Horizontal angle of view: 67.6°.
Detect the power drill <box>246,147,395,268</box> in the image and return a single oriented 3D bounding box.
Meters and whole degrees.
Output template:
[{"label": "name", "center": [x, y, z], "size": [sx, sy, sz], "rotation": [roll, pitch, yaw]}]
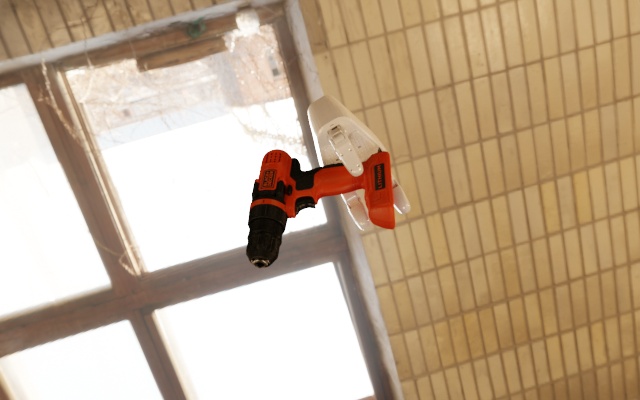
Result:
[{"label": "power drill", "center": [0.001, 0.002, 0.615], "size": [0.187, 0.184, 0.057], "rotation": [-2, -38, 8]}]
